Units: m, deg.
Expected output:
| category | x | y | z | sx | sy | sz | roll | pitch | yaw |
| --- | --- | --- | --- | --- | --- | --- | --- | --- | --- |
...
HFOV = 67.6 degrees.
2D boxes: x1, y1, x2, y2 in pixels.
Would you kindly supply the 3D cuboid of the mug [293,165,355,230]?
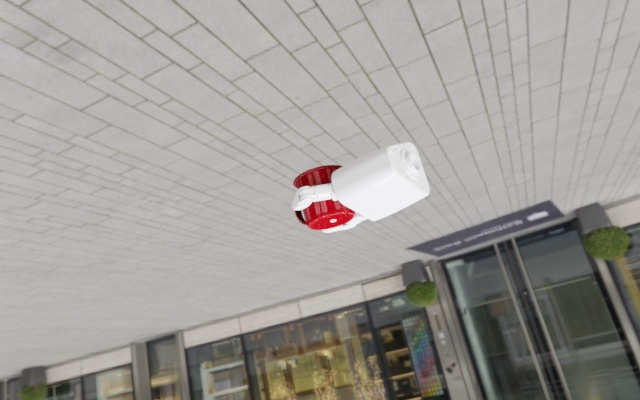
| category | x | y | z | sx | sy | sz | roll | pitch | yaw |
| --- | --- | --- | --- | --- | --- | --- | --- | --- | --- |
| mug | -0.001 | 0.003 | 0.793 | 0.117 | 0.081 | 0.093 | -28 | -23 | 35 |
